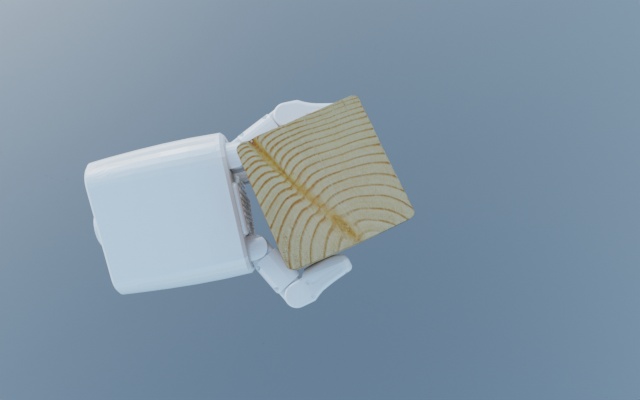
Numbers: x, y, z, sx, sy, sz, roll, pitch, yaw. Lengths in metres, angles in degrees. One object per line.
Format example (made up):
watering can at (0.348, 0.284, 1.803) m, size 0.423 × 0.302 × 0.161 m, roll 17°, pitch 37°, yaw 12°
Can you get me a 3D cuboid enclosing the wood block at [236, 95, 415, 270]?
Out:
wood block at (0.000, 0.002, 0.405) m, size 0.090 × 0.091 × 0.206 m, roll -24°, pitch -6°, yaw -4°
